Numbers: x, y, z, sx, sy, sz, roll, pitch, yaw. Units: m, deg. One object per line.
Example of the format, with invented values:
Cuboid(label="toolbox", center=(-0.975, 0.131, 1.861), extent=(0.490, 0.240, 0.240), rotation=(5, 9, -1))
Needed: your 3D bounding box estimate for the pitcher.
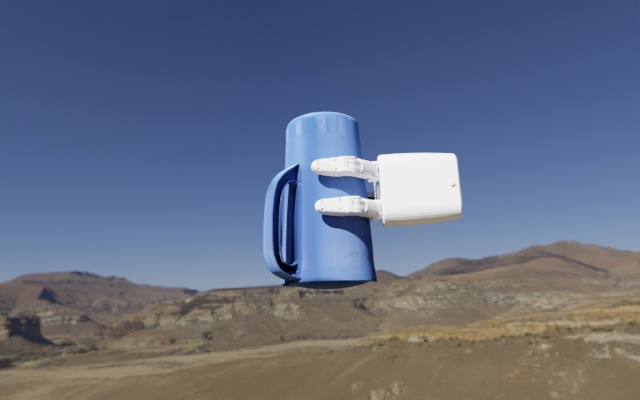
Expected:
Cuboid(label="pitcher", center=(0.000, 0.002, 0.675), extent=(0.145, 0.242, 0.149), rotation=(-3, -12, 3))
